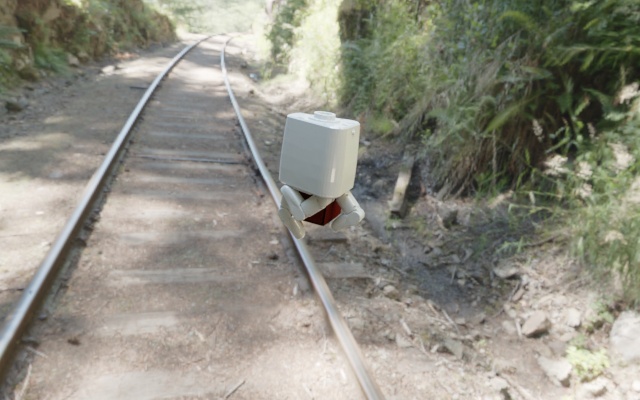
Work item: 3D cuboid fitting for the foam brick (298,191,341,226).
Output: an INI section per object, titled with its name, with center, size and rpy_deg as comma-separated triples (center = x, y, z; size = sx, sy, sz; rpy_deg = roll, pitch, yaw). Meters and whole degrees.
[foam brick]
center = 0.000, 0.003, 0.789
size = 0.053, 0.051, 0.078
rpy_deg = 14, 19, 19
